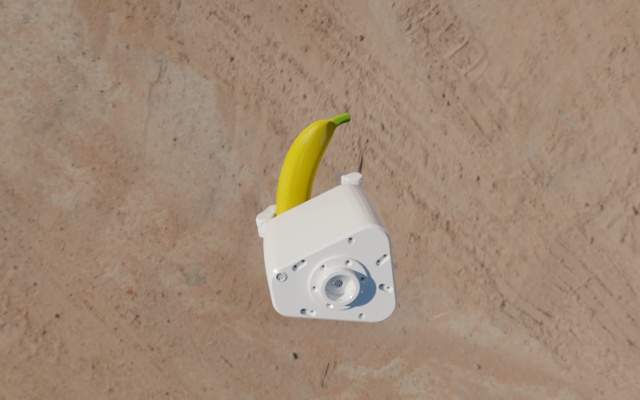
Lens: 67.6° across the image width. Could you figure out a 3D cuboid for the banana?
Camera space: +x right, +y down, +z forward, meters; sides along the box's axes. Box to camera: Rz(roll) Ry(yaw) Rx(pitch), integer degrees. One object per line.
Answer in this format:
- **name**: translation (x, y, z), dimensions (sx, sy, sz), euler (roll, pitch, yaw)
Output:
- **banana**: translation (-0.016, -0.004, 0.531), dimensions (0.069, 0.198, 0.037), euler (9, 13, -23)
